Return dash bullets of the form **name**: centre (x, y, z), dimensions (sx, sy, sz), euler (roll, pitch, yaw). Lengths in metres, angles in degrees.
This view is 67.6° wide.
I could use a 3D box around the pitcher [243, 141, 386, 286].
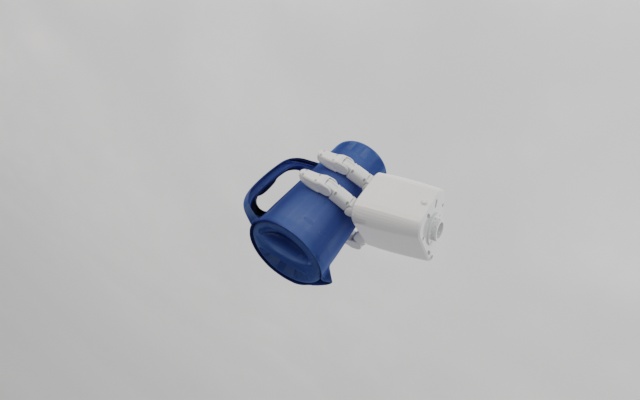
- **pitcher**: centre (0.000, 0.003, 0.774), dimensions (0.145, 0.149, 0.242), euler (16, 48, 31)
